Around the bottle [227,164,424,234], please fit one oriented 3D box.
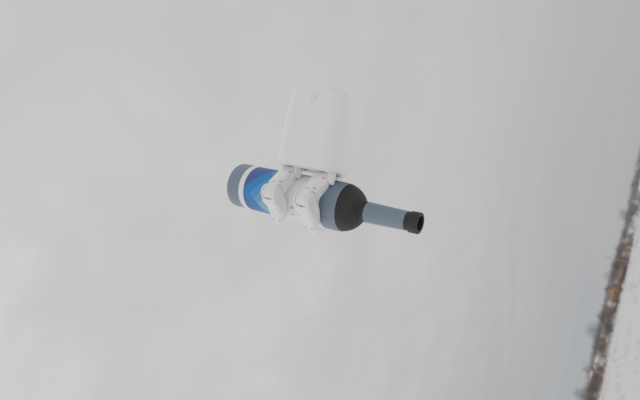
[{"bbox_3d":[0.000,0.002,0.660,0.295,0.069,0.069,12,6,32],"label":"bottle"}]
